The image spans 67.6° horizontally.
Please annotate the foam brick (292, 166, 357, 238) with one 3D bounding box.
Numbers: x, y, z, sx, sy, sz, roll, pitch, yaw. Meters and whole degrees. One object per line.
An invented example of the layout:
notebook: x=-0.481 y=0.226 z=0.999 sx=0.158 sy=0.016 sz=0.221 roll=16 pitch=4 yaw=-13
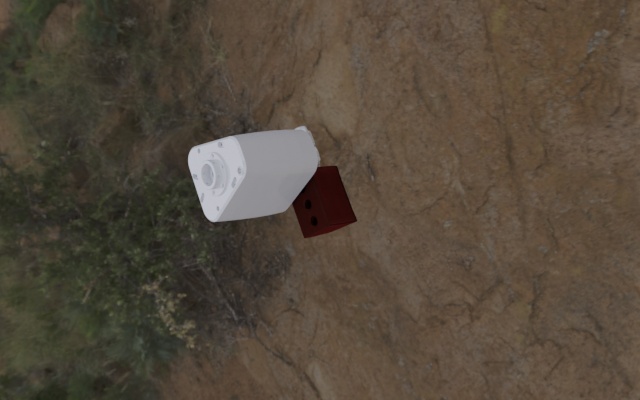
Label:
foam brick: x=0.000 y=0.002 z=0.604 sx=0.051 sy=0.078 sz=0.053 roll=-10 pitch=-14 yaw=-47
